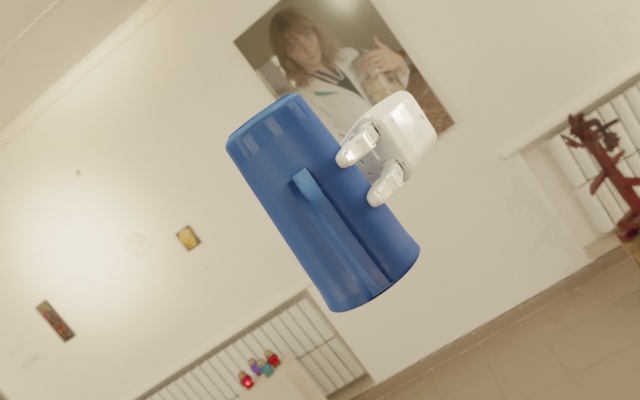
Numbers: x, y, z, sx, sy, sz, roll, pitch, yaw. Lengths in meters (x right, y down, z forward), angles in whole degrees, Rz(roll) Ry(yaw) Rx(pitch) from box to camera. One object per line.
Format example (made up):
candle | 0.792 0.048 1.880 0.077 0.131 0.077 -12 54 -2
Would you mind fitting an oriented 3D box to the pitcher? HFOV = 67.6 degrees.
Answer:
pitcher | 0.000 0.002 0.556 0.149 0.243 0.145 -28 11 47
